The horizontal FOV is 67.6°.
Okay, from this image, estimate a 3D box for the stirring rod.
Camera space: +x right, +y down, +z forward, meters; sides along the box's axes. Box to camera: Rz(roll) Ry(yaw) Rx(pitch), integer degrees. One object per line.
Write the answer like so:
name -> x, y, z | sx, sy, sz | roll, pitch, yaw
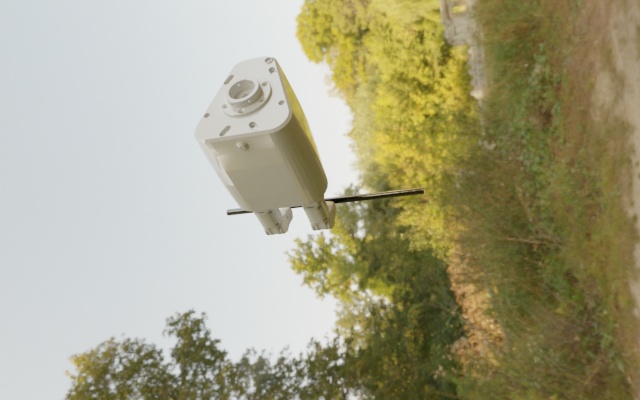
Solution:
stirring rod -> 0.000, 0.002, 0.565 | 0.239, 0.011, 0.011 | -6, -2, 15
